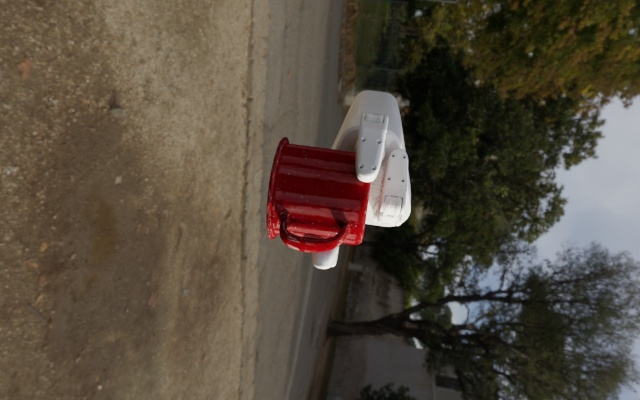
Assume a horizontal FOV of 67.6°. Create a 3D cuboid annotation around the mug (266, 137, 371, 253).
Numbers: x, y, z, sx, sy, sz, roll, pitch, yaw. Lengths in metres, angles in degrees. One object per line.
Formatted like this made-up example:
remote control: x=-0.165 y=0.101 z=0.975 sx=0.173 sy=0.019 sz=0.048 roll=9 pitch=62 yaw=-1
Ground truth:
mug: x=0.000 y=0.002 z=0.415 sx=0.081 sy=0.093 sz=0.117 roll=8 pitch=36 yaw=5
